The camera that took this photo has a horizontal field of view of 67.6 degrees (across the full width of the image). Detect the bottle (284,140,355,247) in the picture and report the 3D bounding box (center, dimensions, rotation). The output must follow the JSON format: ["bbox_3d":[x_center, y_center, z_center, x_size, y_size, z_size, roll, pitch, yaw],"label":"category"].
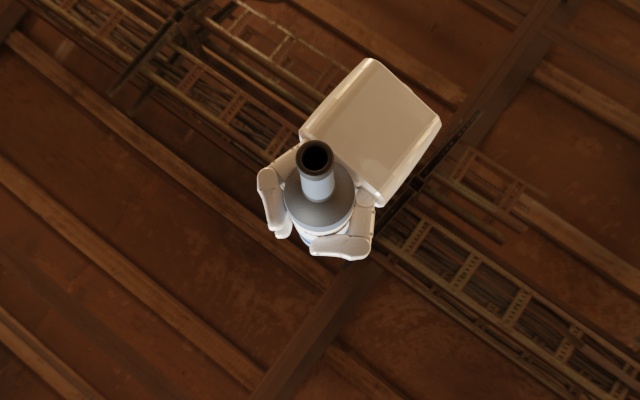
[{"bbox_3d":[0.000,0.002,0.476,0.069,0.069,0.296,0,-12,2],"label":"bottle"}]
